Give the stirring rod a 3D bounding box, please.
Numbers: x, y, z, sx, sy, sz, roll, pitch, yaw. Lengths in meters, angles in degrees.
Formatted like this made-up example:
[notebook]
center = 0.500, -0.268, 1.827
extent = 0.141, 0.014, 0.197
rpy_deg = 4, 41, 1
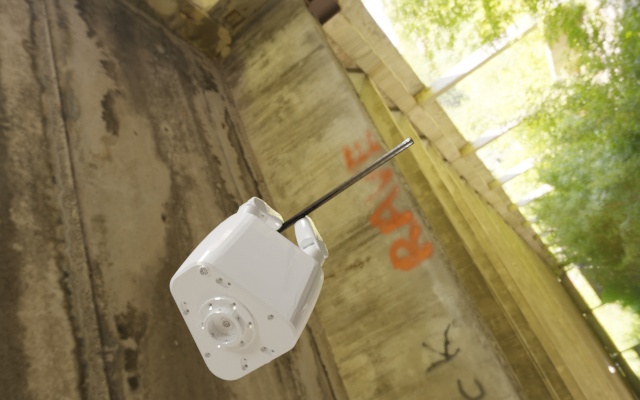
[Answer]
[stirring rod]
center = 0.000, 0.002, 0.529
extent = 0.239, 0.011, 0.011
rpy_deg = -34, -13, 20
